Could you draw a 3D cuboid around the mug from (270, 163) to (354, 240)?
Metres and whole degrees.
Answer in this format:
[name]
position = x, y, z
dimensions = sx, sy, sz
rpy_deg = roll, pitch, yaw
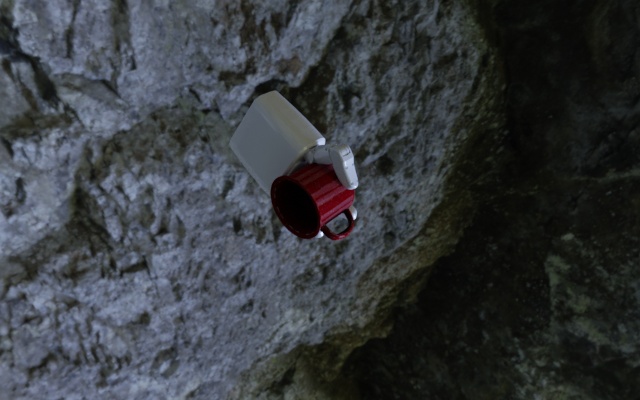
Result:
[mug]
position = 0.001, 0.003, 0.651
dimensions = 0.081, 0.117, 0.093
rpy_deg = -32, -16, -38
